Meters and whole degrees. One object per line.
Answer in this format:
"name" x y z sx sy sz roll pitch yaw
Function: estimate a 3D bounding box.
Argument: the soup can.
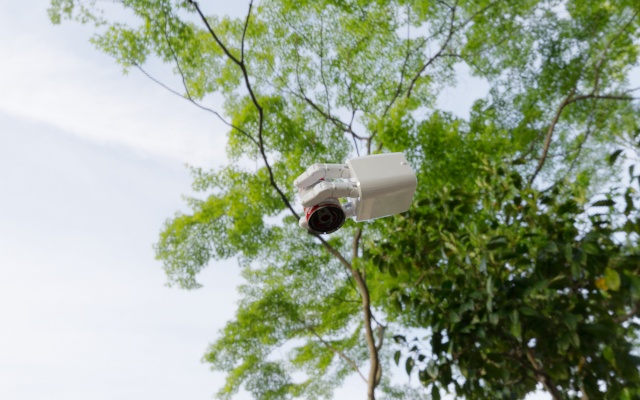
"soup can" 0.000 0.003 0.865 0.068 0.069 0.102 0 40 -17
